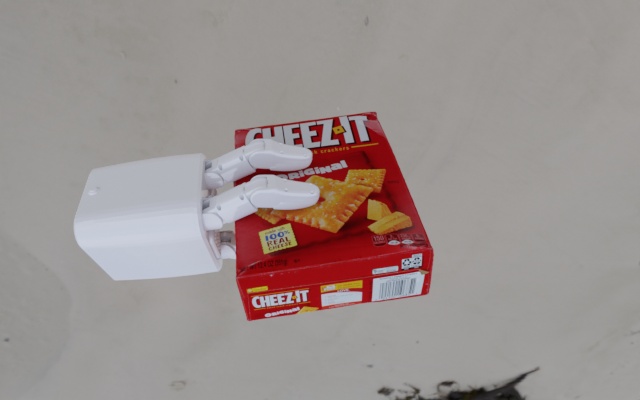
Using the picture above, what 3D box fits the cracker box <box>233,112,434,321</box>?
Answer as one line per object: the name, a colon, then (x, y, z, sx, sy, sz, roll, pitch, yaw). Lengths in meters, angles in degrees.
cracker box: (0.000, 0.002, 0.472, 0.164, 0.072, 0.213, -8, 43, -4)
